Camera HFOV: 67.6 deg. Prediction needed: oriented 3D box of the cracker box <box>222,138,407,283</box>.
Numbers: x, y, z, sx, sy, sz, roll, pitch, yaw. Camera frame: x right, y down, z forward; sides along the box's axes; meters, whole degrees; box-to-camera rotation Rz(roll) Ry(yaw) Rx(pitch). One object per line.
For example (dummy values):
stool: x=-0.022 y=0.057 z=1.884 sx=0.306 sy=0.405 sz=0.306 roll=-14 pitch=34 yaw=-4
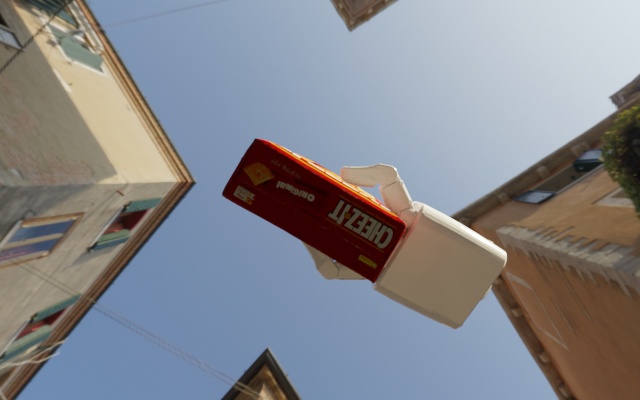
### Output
cracker box: x=0.000 y=0.002 z=0.536 sx=0.164 sy=0.072 sz=0.213 roll=30 pitch=4 yaw=1
